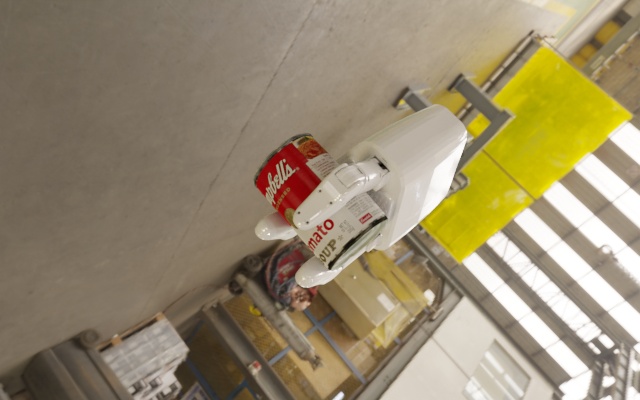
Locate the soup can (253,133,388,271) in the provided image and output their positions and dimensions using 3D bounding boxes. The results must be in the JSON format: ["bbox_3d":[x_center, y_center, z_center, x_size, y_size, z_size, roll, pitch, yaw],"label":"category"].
[{"bbox_3d":[0.000,0.002,0.410,0.068,0.102,0.068,-39,-14,-12],"label":"soup can"}]
